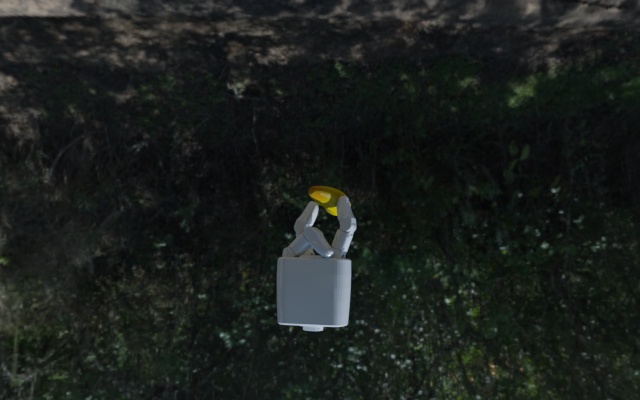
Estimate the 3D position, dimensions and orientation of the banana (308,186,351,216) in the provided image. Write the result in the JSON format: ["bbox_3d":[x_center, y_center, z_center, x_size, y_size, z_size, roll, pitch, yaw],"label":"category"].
[{"bbox_3d":[0.019,0.004,0.838,0.069,0.037,0.198,4,-7,3],"label":"banana"}]
